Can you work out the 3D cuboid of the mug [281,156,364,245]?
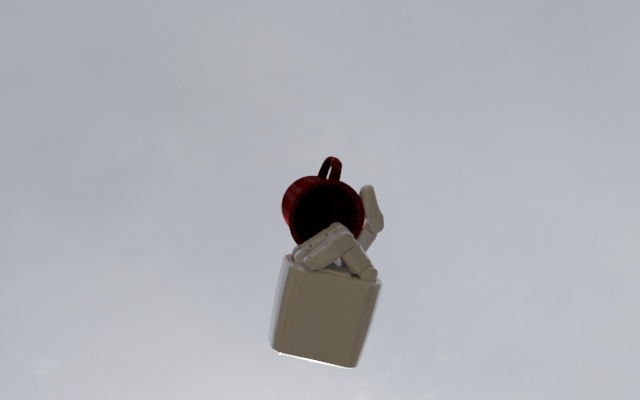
[{"bbox_3d":[0.000,0.000,0.594,0.093,0.117,0.081,11,8,-18],"label":"mug"}]
